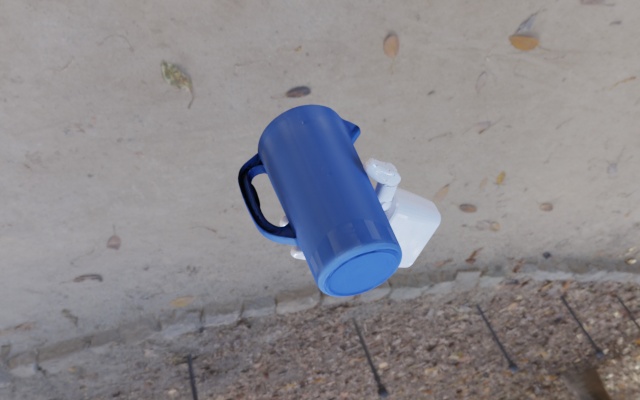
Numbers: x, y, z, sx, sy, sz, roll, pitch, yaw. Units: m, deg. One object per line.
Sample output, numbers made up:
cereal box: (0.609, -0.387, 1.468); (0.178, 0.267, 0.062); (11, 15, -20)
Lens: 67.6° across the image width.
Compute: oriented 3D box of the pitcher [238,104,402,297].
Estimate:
pitcher: (0.000, 0.002, 0.624); (0.145, 0.242, 0.149); (14, -51, -39)
